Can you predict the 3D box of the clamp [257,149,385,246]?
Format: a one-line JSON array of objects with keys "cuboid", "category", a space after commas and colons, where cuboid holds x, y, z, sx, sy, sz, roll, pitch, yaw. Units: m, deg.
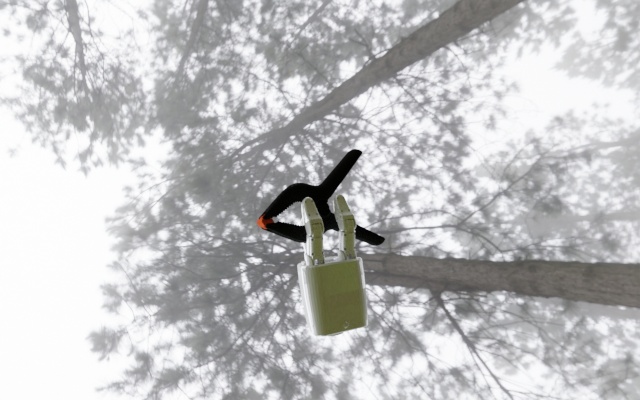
[{"cuboid": [-0.001, 0.003, 0.760, 0.210, 0.164, 0.036, -6, -6, -25], "category": "clamp"}]
